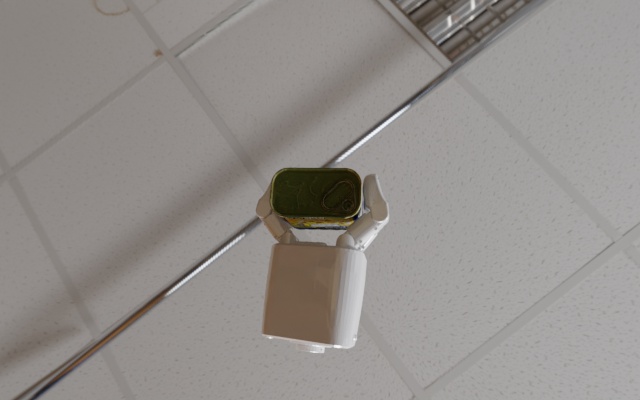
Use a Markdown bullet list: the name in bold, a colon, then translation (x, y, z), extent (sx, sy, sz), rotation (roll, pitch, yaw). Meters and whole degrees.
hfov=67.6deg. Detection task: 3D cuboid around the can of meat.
- **can of meat**: translation (0.000, 0.002, 0.562), extent (0.102, 0.057, 0.084), rotation (1, -15, 9)
